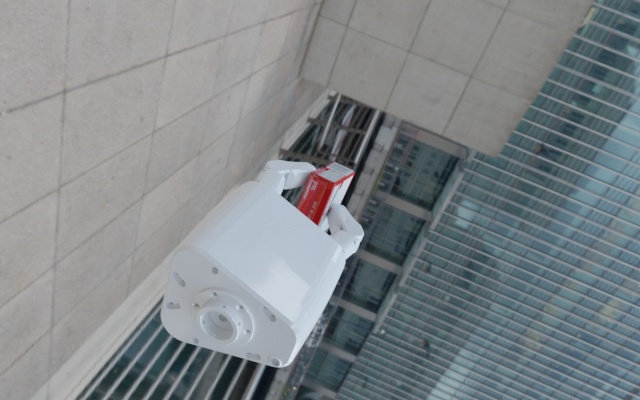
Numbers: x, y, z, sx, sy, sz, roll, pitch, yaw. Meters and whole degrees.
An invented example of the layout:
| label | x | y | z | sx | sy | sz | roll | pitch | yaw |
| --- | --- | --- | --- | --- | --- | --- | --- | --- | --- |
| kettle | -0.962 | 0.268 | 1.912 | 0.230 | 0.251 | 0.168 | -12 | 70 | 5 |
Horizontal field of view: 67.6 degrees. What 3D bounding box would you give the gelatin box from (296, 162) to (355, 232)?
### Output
| label | x | y | z | sx | sy | sz | roll | pitch | yaw |
| --- | --- | --- | --- | --- | --- | --- | --- | --- | --- |
| gelatin box | 0.001 | 0.002 | 0.503 | 0.030 | 0.073 | 0.089 | 27 | 18 | 10 |
